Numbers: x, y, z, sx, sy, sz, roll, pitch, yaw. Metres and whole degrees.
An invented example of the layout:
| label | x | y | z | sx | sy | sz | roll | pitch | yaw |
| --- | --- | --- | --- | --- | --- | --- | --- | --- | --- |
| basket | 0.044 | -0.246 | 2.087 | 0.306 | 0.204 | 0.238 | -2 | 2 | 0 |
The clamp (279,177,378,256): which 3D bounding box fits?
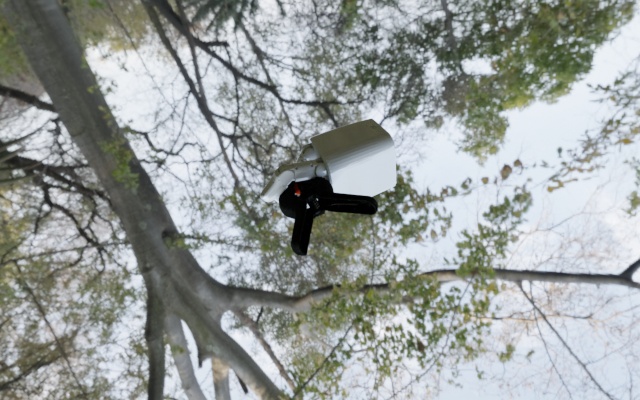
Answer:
| label | x | y | z | sx | sy | sz | roll | pitch | yaw |
| --- | --- | --- | --- | --- | --- | --- | --- | --- | --- |
| clamp | 0.000 | 0.003 | 0.646 | 0.120 | 0.039 | 0.171 | -20 | 33 | -7 |
